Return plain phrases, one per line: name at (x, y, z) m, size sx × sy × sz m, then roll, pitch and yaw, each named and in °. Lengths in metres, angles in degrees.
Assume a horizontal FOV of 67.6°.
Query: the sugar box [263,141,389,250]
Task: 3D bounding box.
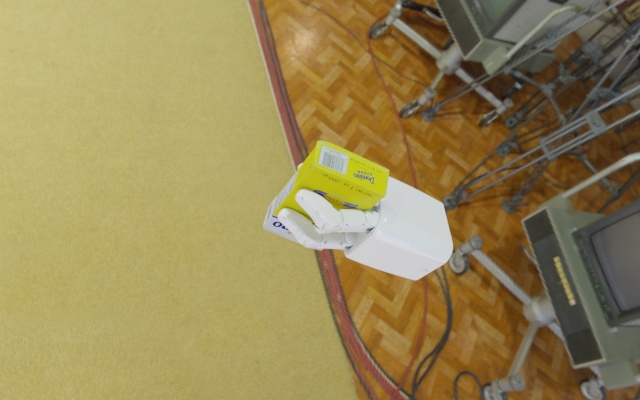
sugar box at (0.000, 0.002, 0.599) m, size 0.093 × 0.048 × 0.176 m, roll 23°, pitch -37°, yaw -14°
